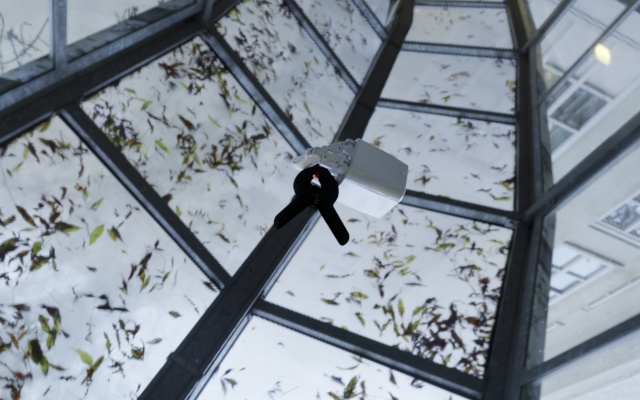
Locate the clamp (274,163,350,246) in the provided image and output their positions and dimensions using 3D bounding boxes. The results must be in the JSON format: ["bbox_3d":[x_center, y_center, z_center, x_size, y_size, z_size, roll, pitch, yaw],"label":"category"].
[{"bbox_3d":[0.000,0.003,0.783,0.120,0.171,0.039,25,-45,-7],"label":"clamp"}]
